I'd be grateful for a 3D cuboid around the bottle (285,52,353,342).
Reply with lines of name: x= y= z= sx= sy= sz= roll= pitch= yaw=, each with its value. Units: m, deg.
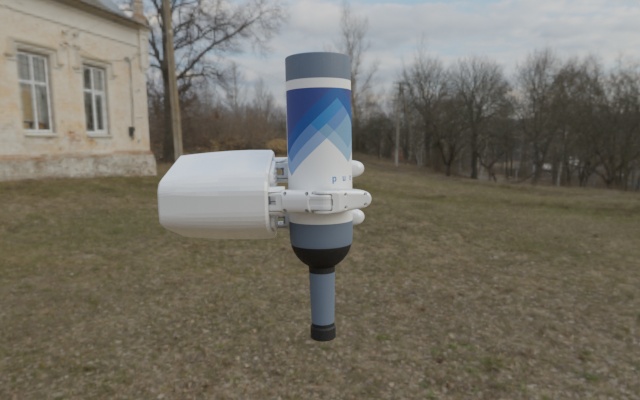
bottle: x=0.000 y=0.001 z=0.501 sx=0.069 sy=0.296 sz=0.069 roll=-1 pitch=6 yaw=0
